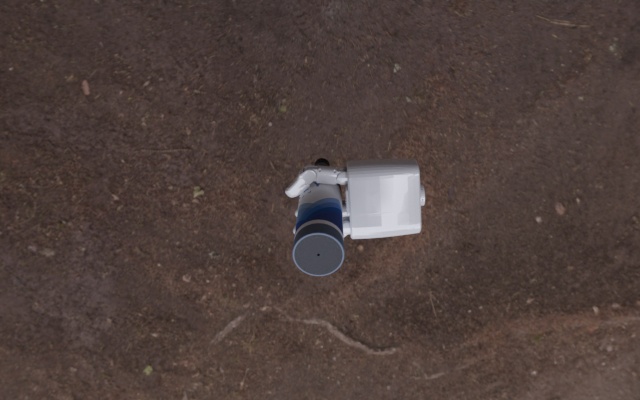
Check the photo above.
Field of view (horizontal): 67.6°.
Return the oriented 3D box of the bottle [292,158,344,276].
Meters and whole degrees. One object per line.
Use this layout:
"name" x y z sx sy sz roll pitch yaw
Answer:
"bottle" 0.000 0.003 0.737 0.069 0.069 0.295 0 27 1
